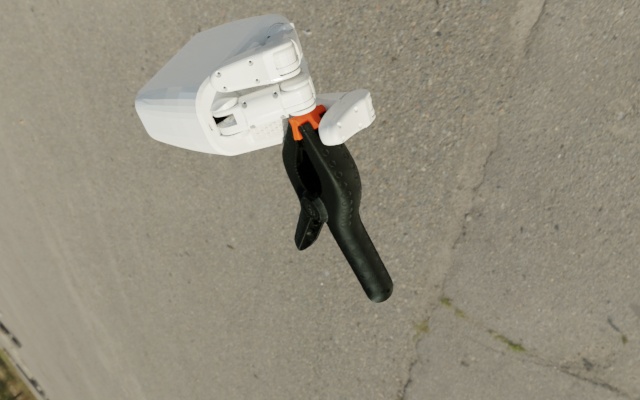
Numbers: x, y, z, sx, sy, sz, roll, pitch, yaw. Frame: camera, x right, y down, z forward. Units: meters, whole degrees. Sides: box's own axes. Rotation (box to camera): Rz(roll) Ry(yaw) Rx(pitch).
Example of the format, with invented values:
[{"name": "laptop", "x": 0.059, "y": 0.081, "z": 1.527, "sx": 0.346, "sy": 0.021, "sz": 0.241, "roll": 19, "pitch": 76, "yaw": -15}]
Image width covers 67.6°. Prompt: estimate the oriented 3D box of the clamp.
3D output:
[{"name": "clamp", "x": 0.000, "y": 0.002, "z": 0.405, "sx": 0.039, "sy": 0.171, "sz": 0.120, "roll": -35, "pitch": 32, "yaw": -33}]
